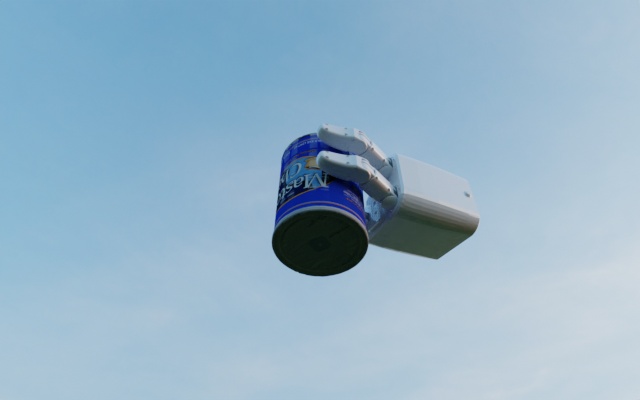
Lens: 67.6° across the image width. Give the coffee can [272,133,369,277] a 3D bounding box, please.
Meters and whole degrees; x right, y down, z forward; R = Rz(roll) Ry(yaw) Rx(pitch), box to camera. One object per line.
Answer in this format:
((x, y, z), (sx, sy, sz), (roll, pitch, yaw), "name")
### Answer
((0.000, 0.002, 0.555), (0.103, 0.103, 0.140), (0, 41, 1), "coffee can")
